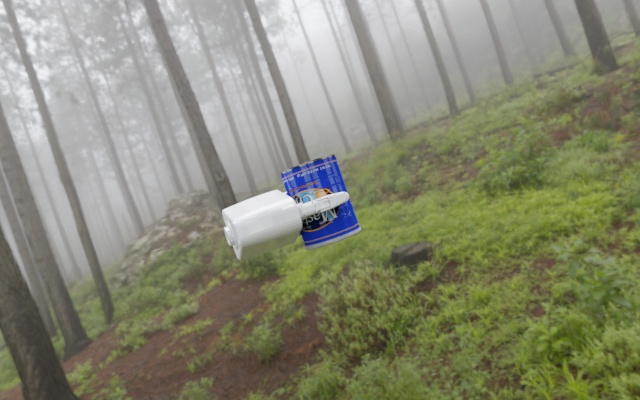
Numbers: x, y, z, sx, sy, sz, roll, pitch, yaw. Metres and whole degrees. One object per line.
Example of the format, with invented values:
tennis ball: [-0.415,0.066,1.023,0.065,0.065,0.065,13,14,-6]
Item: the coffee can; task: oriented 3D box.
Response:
coffee can: [0.000,0.003,0.830,0.103,0.140,0.103,-19,1,0]
